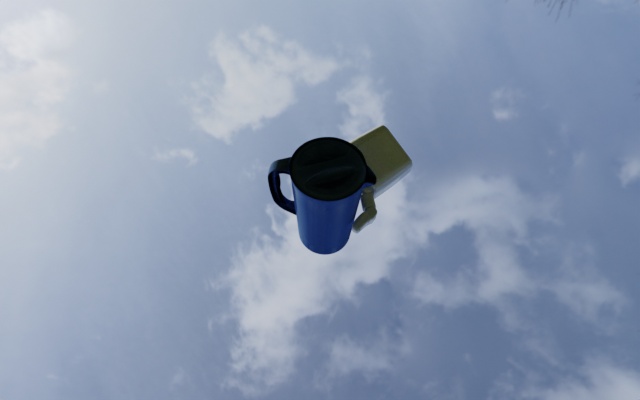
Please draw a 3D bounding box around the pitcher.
[{"bbox_3d":[0.000,0.003,0.897,0.145,0.149,0.243,-33,-25,-20],"label":"pitcher"}]
